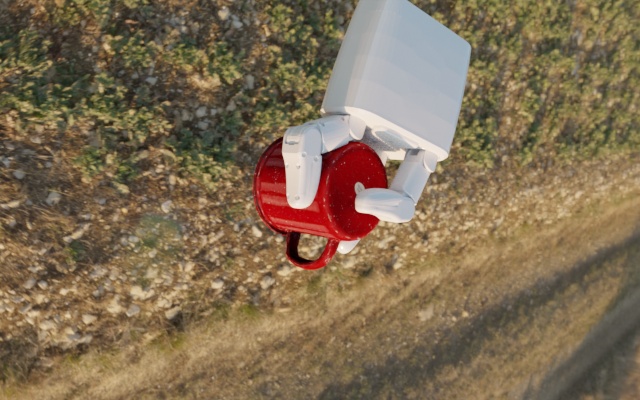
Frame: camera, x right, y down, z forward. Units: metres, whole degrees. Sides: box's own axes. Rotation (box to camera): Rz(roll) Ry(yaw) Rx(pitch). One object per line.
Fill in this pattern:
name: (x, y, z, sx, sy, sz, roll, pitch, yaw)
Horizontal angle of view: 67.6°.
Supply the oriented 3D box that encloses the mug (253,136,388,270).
mug: (0.000, 0.003, 0.408, 0.081, 0.117, 0.093, 7, -10, 46)
